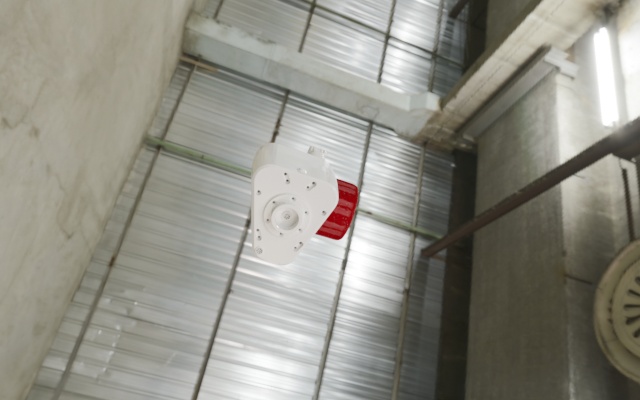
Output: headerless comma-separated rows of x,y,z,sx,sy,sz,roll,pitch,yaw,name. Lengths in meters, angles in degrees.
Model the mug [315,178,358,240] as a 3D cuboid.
0.000,0.002,0.665,0.081,0.093,0.117,18,15,-8,mug
